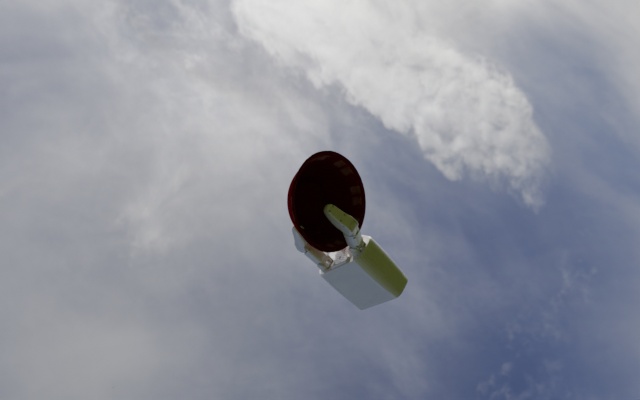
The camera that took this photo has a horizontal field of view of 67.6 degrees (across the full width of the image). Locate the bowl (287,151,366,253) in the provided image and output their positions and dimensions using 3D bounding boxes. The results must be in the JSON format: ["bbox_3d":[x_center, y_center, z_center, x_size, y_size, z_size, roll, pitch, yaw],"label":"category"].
[{"bbox_3d":[-0.001,0.001,0.774,0.162,0.162,0.055,0,-2,-42],"label":"bowl"}]
